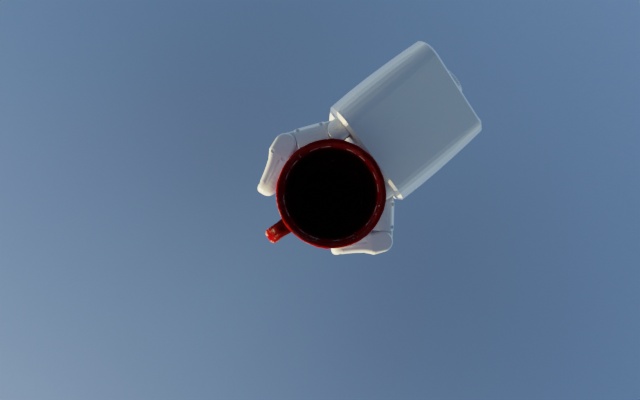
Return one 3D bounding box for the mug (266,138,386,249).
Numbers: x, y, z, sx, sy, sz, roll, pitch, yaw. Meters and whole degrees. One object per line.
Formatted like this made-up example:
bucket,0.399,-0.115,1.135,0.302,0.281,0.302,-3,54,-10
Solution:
mug,-0.001,0.002,0.442,0.117,0.093,0.081,-38,0,1
